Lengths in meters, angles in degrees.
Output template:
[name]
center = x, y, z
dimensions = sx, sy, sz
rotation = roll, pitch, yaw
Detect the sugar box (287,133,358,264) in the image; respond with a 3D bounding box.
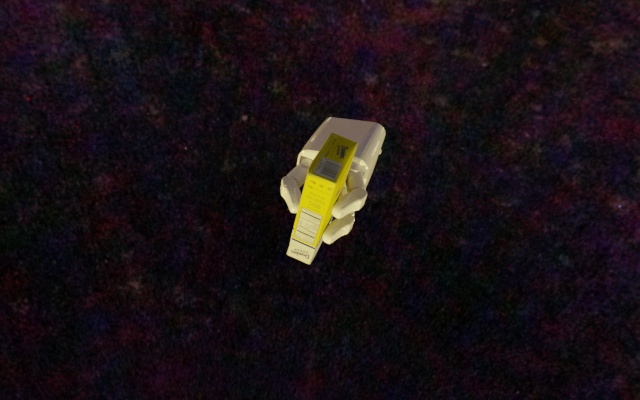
[sugar box]
center = 0.001, 0.002, 0.673
dimensions = 0.048, 0.176, 0.093
rotation = 22, 48, 8
